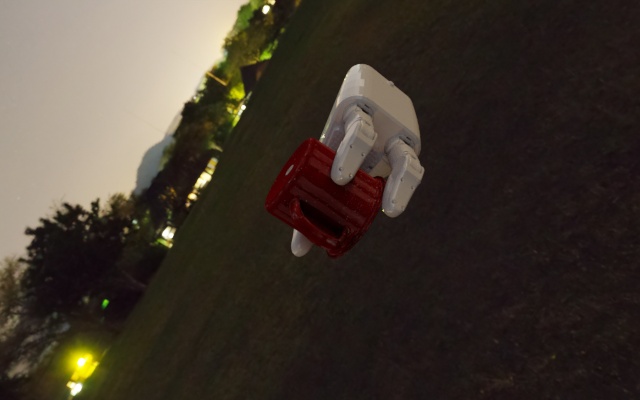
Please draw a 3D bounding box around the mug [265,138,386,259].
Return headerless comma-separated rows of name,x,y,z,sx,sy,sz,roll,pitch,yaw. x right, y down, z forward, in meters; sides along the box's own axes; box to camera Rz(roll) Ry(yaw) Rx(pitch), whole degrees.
mug,0.000,0.002,0.439,0.081,0.093,0.117,33,31,-14
